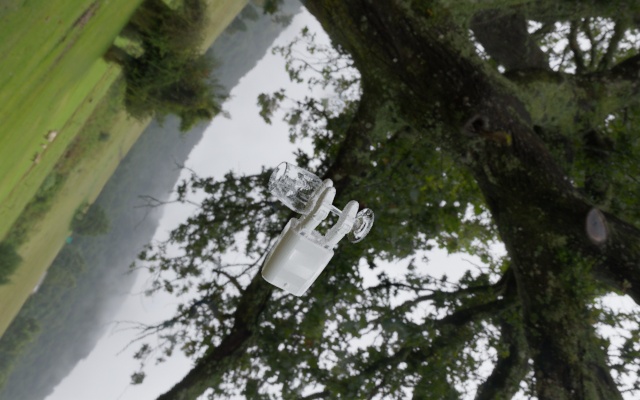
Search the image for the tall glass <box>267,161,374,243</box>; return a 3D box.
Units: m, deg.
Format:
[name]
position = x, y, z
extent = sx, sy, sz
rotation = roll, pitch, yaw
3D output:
[tall glass]
position = 0.001, 0.003, 0.891
extent = 0.201, 0.079, 0.079
rotation = 31, -14, -24
